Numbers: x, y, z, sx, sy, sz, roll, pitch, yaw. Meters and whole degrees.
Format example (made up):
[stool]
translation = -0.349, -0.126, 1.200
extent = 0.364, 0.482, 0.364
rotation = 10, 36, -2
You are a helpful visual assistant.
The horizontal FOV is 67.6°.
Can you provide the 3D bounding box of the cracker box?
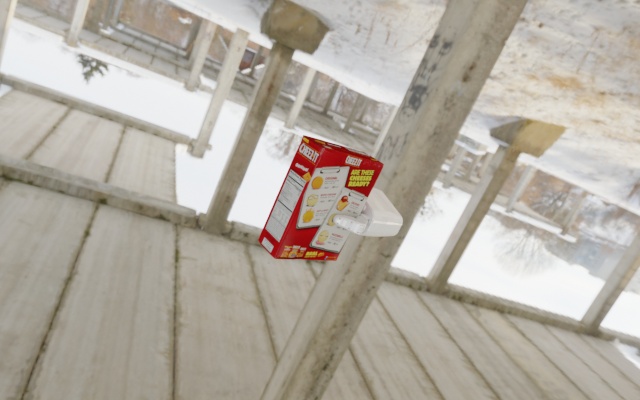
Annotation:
[cracker box]
translation = 0.000, 0.003, 0.868
extent = 0.164, 0.214, 0.072
rotation = 9, 21, -46
